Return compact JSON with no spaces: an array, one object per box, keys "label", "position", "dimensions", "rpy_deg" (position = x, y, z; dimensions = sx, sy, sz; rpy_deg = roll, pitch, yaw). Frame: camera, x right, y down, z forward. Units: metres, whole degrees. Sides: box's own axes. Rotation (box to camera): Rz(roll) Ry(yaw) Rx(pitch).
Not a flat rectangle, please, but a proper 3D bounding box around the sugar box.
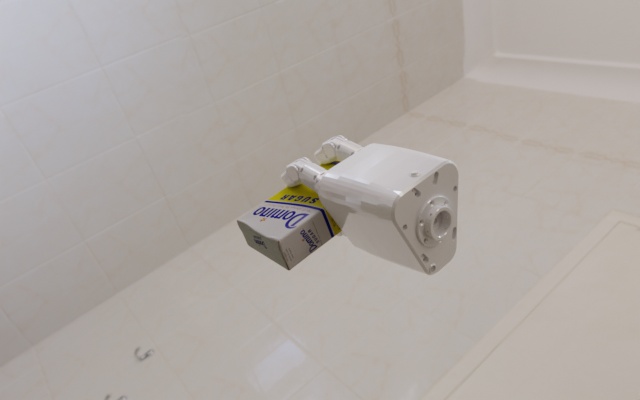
[{"label":"sugar box","position":[0.000,0.001,0.554],"dimensions":[0.176,0.048,0.093],"rpy_deg":[-33,30,-26]}]
